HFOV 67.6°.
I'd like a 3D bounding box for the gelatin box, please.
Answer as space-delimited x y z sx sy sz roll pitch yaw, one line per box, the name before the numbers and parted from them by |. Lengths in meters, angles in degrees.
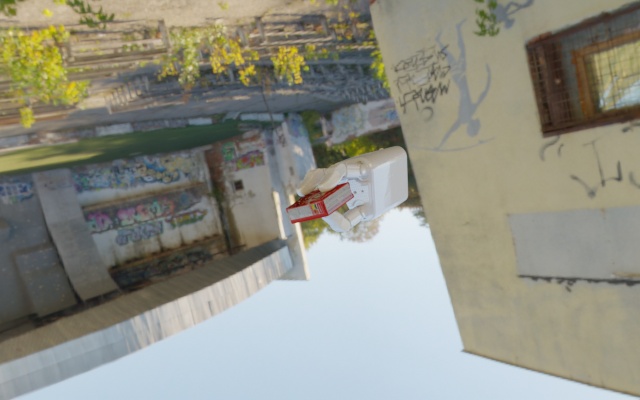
gelatin box | 0.000 0.003 0.755 0.073 0.030 0.089 -13 13 36
